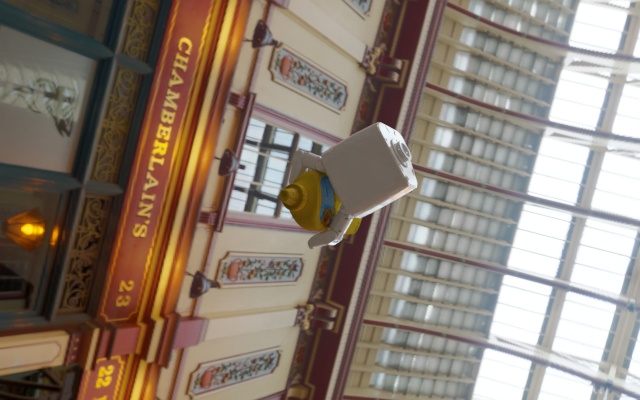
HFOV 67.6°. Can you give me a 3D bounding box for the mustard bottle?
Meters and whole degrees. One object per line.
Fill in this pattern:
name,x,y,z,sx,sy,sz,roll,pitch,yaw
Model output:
mustard bottle,0.000,0.003,0.766,0.058,0.096,0.191,-1,-6,33
